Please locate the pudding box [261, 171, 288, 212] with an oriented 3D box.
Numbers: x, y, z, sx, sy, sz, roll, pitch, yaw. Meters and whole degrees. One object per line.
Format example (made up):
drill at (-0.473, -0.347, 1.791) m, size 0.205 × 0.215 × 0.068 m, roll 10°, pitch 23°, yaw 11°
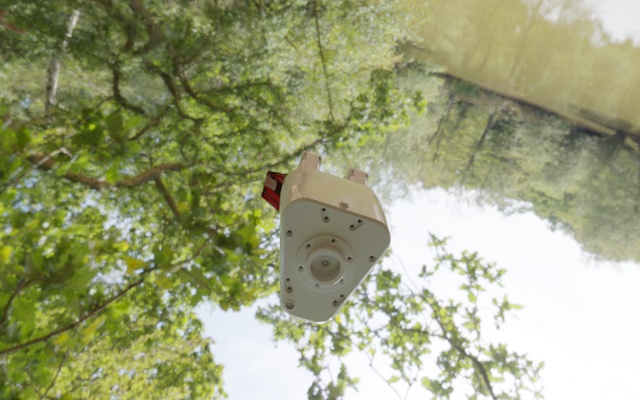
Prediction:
pudding box at (0.000, 0.002, 0.552) m, size 0.113 × 0.039 × 0.090 m, roll 11°, pitch 15°, yaw -34°
